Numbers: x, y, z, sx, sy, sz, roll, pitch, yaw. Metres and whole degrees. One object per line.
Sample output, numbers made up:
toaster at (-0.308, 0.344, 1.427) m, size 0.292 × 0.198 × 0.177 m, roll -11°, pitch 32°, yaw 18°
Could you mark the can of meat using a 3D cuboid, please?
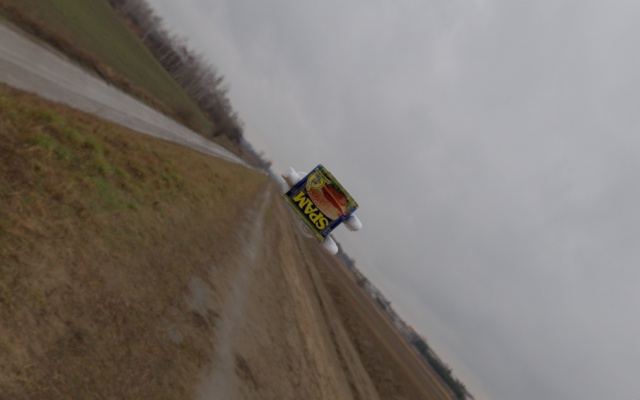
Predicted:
can of meat at (0.000, 0.002, 0.782) m, size 0.084 × 0.102 × 0.057 m, roll -41°, pitch -1°, yaw -4°
